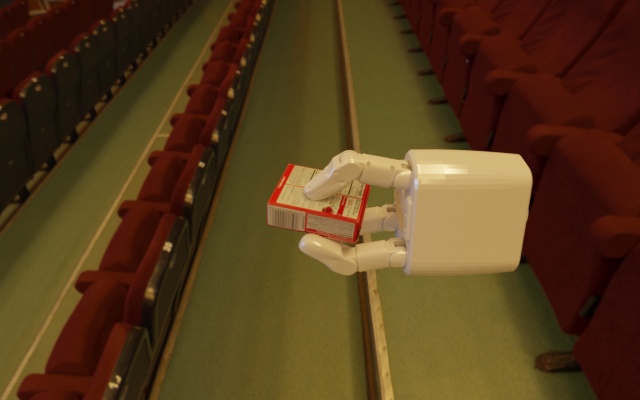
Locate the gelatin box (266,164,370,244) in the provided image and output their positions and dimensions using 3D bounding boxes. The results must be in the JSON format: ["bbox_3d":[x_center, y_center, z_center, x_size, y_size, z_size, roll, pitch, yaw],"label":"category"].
[{"bbox_3d":[0.000,0.001,0.466,0.089,0.030,0.073,12,37,7],"label":"gelatin box"}]
